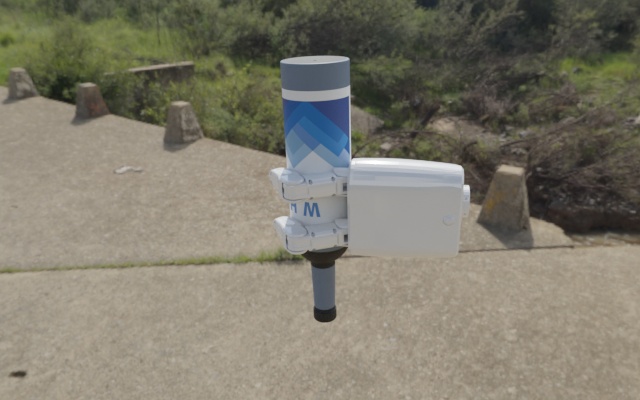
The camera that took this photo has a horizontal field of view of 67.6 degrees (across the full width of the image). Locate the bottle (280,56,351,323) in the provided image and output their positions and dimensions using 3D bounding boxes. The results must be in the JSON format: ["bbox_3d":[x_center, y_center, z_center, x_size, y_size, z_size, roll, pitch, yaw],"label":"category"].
[{"bbox_3d":[0.000,0.001,0.511,0.069,0.296,0.069,-2,23,1],"label":"bottle"}]
